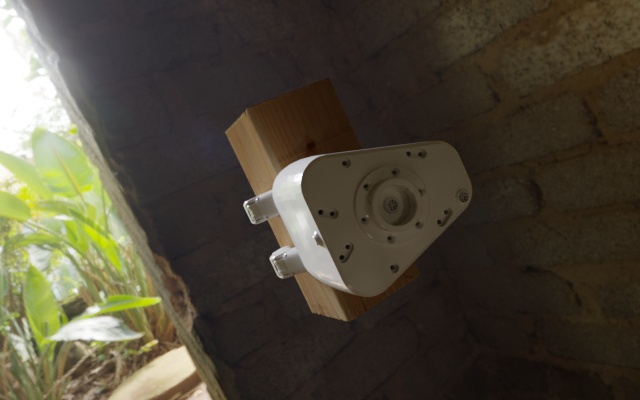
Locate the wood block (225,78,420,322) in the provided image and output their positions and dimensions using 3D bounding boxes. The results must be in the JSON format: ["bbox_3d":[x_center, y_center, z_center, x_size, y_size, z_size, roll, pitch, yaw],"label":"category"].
[{"bbox_3d":[0.000,0.001,0.469,0.091,0.206,0.090,-27,5,-25],"label":"wood block"}]
